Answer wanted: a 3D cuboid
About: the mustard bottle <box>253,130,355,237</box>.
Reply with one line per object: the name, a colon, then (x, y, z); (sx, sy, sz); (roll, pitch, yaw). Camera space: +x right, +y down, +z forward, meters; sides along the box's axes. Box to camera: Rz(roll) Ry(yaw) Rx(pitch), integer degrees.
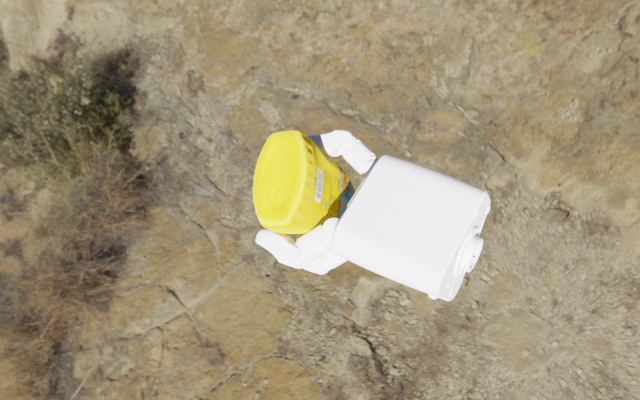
mustard bottle: (0.000, 0.002, 0.521); (0.058, 0.096, 0.192); (-3, -16, 24)
